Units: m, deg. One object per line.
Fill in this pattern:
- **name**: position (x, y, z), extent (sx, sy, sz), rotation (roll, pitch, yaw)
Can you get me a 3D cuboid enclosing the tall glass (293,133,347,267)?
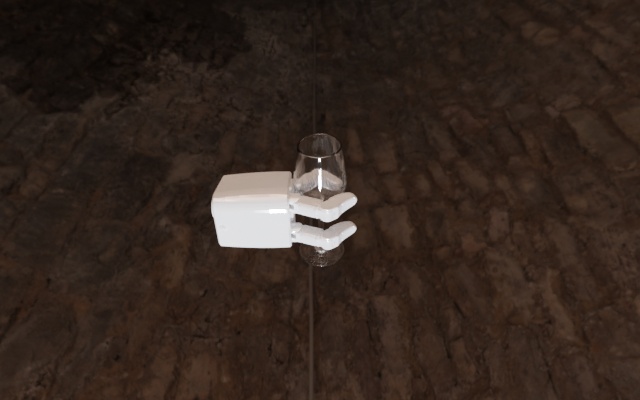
- **tall glass**: position (0.000, 0.003, 0.712), extent (0.079, 0.201, 0.079), rotation (-1, 38, 0)
